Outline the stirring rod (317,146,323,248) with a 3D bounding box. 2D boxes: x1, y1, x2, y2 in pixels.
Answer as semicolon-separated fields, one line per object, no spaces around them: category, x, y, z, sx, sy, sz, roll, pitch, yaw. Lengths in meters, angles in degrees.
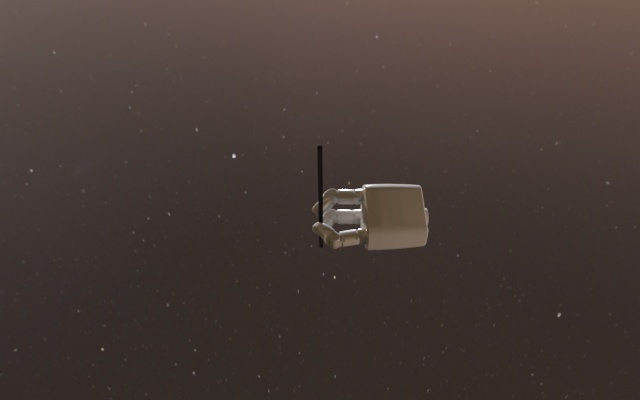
stirring rod;0.000;0.003;0.813;0.011;0.011;0.240;0;-44;1
